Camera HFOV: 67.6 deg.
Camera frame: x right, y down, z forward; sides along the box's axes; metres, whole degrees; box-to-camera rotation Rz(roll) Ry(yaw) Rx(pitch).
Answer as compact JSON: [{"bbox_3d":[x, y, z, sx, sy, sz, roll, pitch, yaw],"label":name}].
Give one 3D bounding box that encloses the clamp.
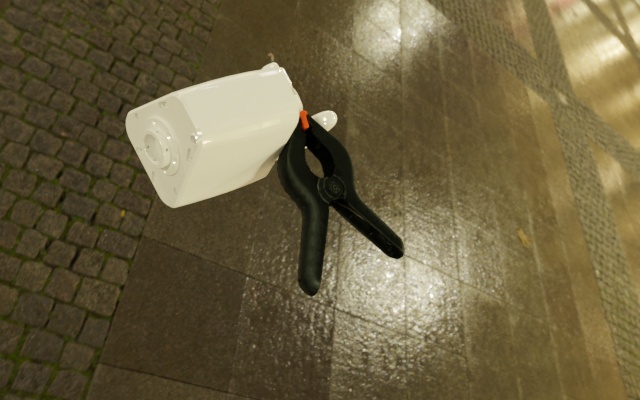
[{"bbox_3d":[0.000,0.001,0.447,0.120,0.171,0.039,-26,-6,-41],"label":"clamp"}]
